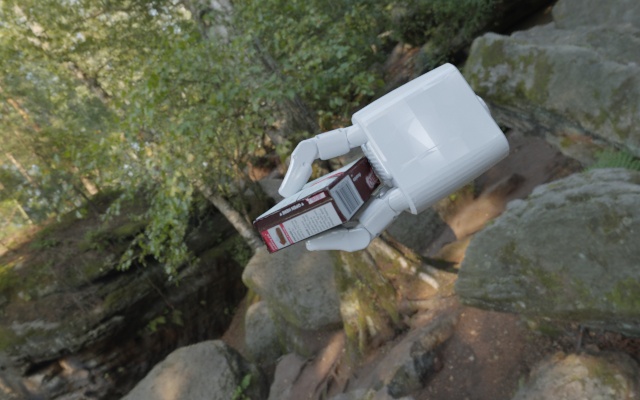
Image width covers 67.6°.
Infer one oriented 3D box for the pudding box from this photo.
[{"bbox_3d":[0.000,0.001,0.467,0.090,0.039,0.113,-25,6,29],"label":"pudding box"}]
